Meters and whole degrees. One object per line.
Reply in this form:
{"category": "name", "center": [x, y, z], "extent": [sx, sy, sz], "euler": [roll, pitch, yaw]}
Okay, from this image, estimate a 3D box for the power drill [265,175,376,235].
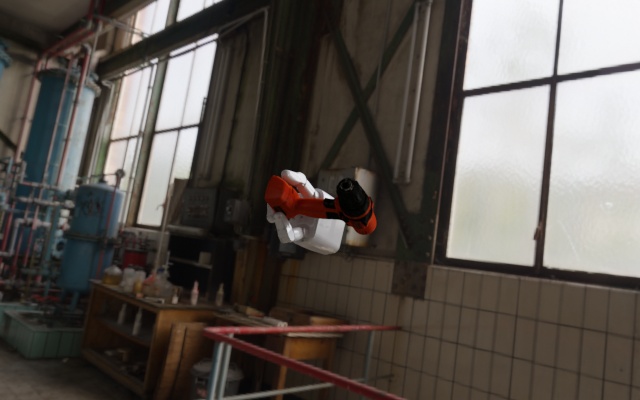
{"category": "power drill", "center": [0.000, 0.003, 0.849], "extent": [0.187, 0.057, 0.184], "euler": [10, -22, 20]}
